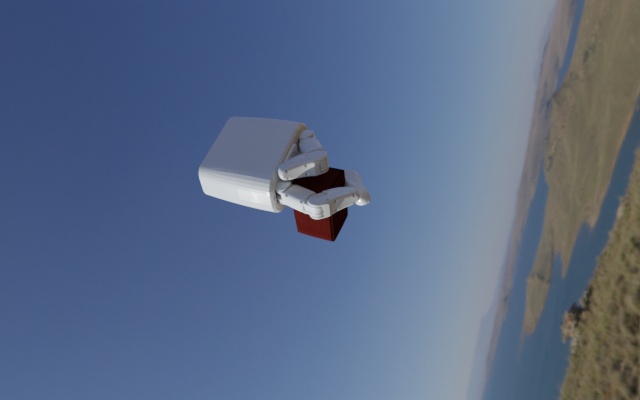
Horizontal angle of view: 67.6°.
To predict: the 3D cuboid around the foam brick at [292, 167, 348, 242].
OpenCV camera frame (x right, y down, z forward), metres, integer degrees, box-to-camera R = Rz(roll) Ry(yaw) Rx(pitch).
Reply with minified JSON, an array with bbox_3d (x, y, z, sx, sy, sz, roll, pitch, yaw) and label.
[{"bbox_3d":[0.000,0.002,0.595,0.051,0.078,0.053,11,42,21],"label":"foam brick"}]
